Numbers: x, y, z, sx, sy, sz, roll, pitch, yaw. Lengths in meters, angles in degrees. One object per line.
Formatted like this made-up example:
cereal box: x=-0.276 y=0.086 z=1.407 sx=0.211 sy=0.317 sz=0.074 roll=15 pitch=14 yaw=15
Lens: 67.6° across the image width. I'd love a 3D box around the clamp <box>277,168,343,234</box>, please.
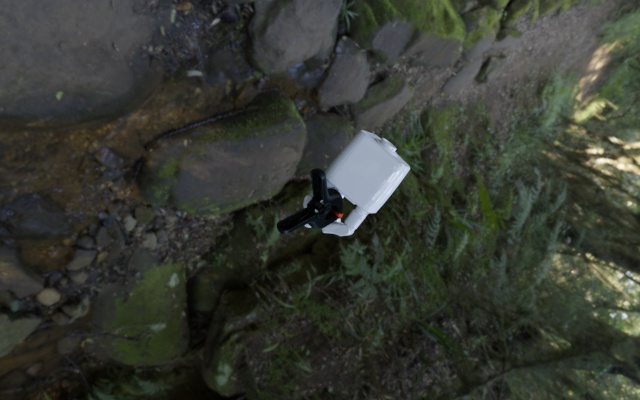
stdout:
clamp: x=0.001 y=0.003 z=0.821 sx=0.039 sy=0.120 sz=0.171 roll=42 pitch=18 yaw=20
